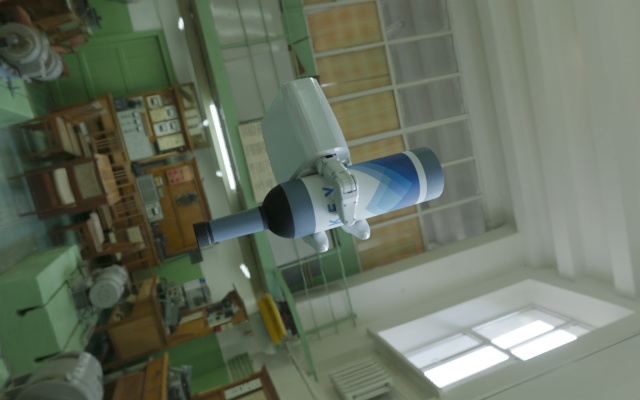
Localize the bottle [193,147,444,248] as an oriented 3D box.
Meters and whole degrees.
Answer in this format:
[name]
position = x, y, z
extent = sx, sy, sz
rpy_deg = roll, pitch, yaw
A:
[bottle]
position = 0.000, 0.002, 0.562
extent = 0.295, 0.069, 0.069
rpy_deg = -15, 4, -15
